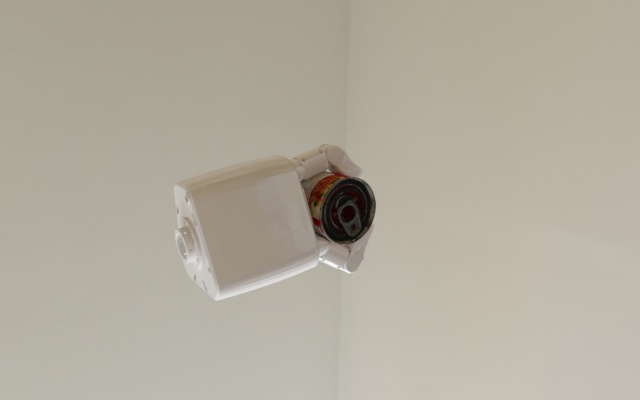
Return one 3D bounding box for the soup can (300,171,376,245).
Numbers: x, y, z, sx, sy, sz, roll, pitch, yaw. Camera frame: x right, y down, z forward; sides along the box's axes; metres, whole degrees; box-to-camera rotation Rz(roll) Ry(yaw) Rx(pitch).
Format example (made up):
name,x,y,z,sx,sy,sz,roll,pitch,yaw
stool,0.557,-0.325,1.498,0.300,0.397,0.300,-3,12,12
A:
name,x,y,z,sx,sy,sz,roll,pitch,yaw
soup can,0.000,0.001,0.506,0.068,0.068,0.102,0,11,-35
